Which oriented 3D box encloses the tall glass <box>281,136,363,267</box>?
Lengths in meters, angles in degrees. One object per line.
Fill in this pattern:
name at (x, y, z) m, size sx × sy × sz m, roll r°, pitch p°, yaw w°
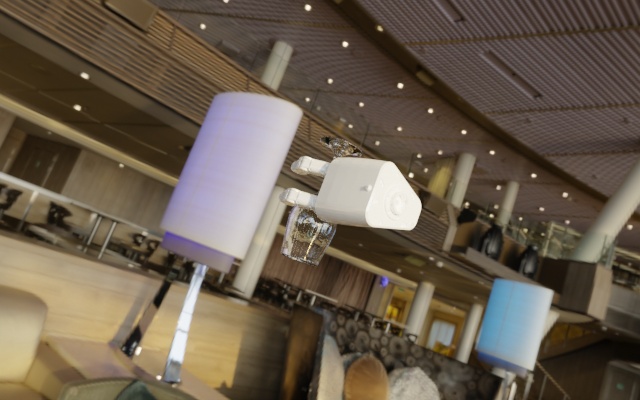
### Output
tall glass at (0.000, 0.002, 0.769) m, size 0.079 × 0.201 × 0.079 m, roll 20°, pitch -10°, yaw 4°
